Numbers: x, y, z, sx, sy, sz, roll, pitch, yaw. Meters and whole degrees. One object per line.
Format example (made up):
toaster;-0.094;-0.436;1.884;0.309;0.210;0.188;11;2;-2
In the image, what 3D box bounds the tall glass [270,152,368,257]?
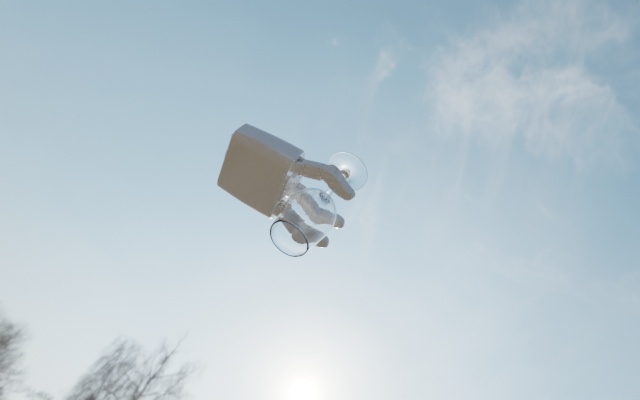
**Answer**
tall glass;0.001;0.002;0.731;0.079;0.079;0.201;0;31;31
